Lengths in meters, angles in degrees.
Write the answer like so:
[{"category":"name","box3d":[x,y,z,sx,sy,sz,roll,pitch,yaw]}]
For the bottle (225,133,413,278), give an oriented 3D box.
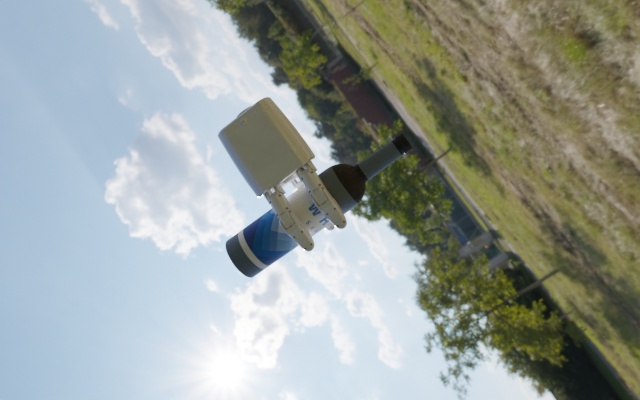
[{"category":"bottle","box3d":[0.000,0.002,0.677,0.296,0.069,0.069,-35,-7,10]}]
